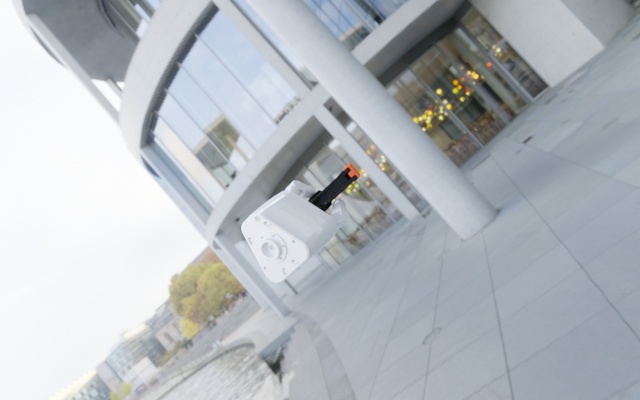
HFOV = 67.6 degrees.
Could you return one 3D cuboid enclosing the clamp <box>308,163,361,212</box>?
[{"bbox_3d":[0.000,0.002,0.870,0.210,0.036,0.164,-43,0,30],"label":"clamp"}]
